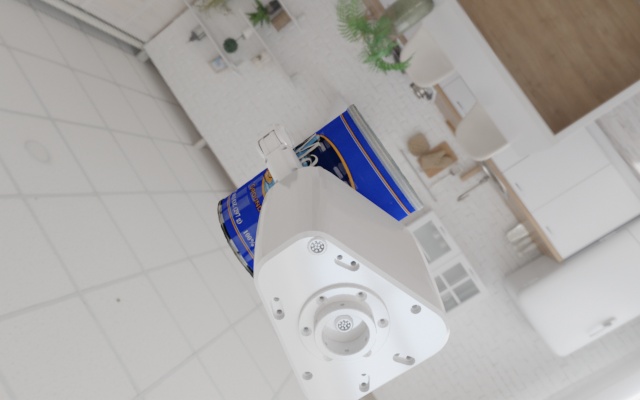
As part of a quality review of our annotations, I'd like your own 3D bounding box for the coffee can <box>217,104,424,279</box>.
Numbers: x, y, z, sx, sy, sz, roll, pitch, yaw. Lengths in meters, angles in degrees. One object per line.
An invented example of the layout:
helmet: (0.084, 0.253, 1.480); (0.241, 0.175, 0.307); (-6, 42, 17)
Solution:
coffee can: (0.000, 0.001, 0.406); (0.140, 0.103, 0.103); (-35, -7, 10)
